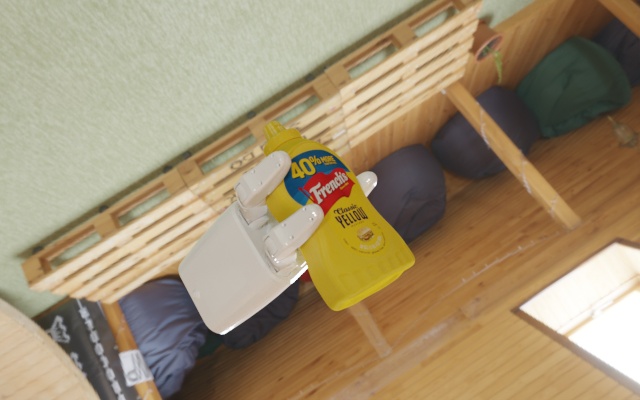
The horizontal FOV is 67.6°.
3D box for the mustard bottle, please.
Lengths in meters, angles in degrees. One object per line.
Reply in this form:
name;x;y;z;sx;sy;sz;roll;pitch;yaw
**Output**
mustard bottle;0.000;0.001;0.450;0.096;0.191;0.058;-20;-23;-37
